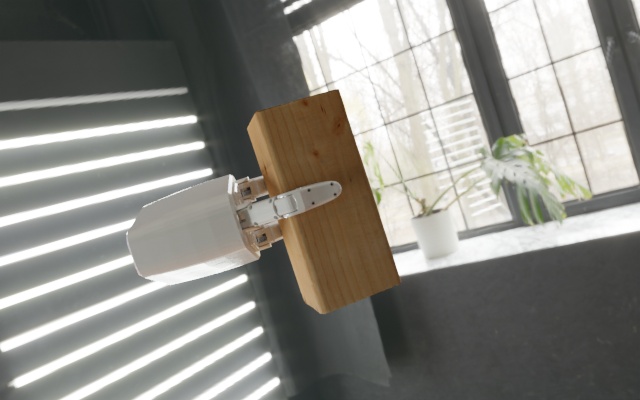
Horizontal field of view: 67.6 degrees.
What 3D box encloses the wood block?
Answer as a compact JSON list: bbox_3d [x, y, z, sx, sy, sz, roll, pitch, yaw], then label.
[{"bbox_3d":[0.000,0.002,0.508,0.090,0.206,0.091,-19,2,-14],"label":"wood block"}]
